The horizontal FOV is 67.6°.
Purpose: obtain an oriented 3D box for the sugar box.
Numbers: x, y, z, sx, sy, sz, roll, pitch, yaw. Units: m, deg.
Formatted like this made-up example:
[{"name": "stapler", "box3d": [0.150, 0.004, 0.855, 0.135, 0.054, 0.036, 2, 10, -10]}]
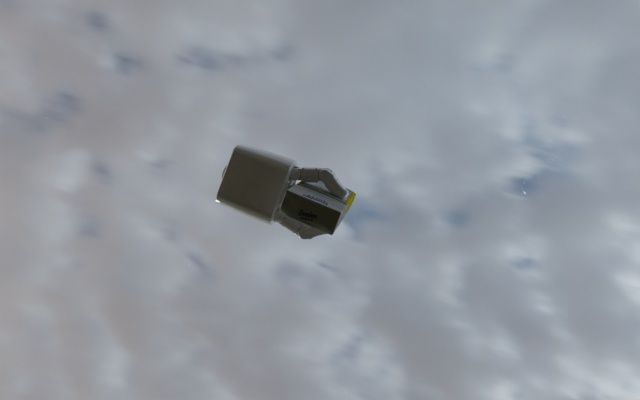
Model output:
[{"name": "sugar box", "box3d": [0.000, 0.003, 0.801, 0.093, 0.048, 0.176, 23, 17, 7]}]
